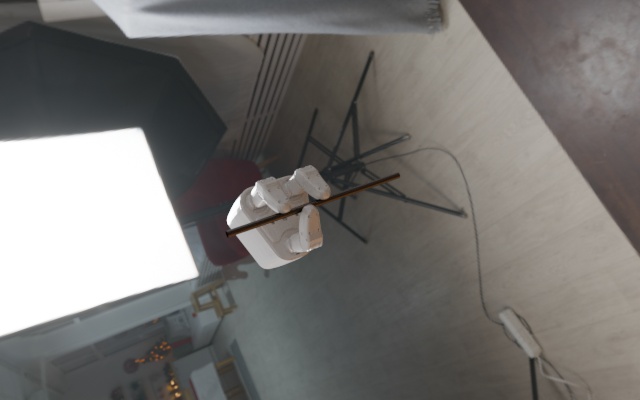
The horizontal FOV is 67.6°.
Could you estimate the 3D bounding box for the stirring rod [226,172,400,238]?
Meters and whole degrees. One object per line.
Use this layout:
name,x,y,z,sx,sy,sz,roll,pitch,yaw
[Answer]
stirring rod,0.000,0.002,0.574,0.239,0.011,0.011,-19,9,-26
